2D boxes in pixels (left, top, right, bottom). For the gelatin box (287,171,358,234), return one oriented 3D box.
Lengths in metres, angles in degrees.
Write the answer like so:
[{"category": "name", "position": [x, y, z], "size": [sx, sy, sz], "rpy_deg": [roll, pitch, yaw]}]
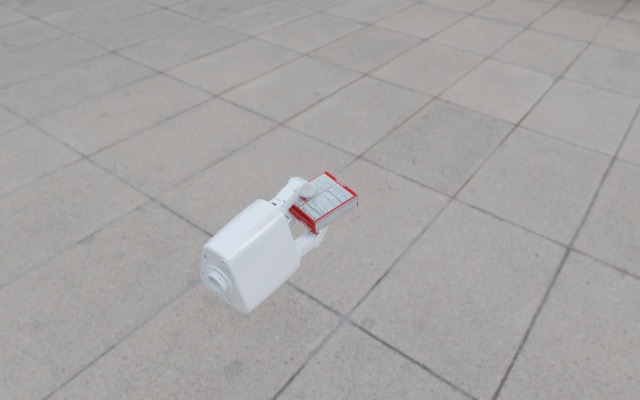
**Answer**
[{"category": "gelatin box", "position": [0.000, 0.002, 0.721], "size": [0.089, 0.030, 0.073], "rpy_deg": [-32, 51, -25]}]
